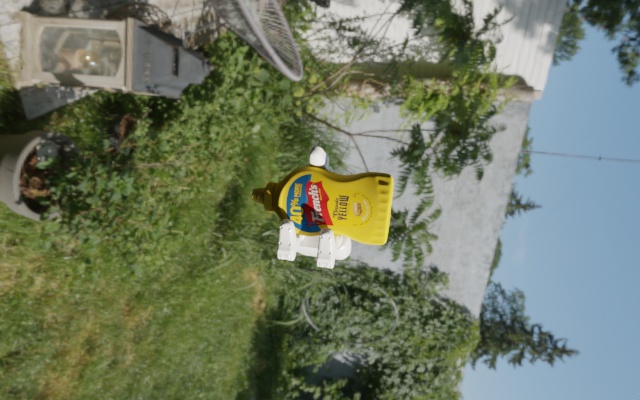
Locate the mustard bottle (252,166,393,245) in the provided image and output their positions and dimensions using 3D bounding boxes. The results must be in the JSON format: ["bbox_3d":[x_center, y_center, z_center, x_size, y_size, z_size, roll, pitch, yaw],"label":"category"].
[{"bbox_3d":[0.000,0.002,0.654,0.191,0.096,0.058,6,10,9],"label":"mustard bottle"}]
